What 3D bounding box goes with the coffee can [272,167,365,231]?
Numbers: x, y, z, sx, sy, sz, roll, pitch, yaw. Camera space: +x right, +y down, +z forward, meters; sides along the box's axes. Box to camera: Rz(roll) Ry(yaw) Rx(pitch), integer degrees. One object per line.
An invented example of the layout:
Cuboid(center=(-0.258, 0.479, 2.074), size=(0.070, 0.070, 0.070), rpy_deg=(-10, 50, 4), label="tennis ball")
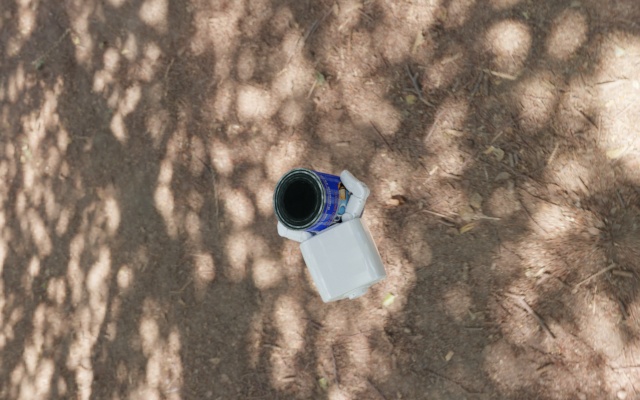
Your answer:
Cuboid(center=(0.000, 0.002, 0.819), size=(0.103, 0.103, 0.140), rpy_deg=(0, -4, 31), label="coffee can")
